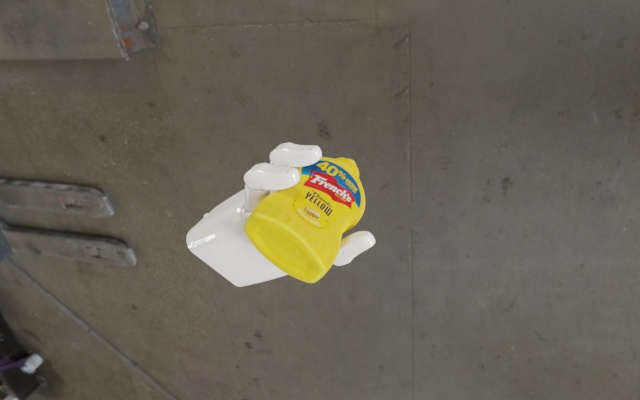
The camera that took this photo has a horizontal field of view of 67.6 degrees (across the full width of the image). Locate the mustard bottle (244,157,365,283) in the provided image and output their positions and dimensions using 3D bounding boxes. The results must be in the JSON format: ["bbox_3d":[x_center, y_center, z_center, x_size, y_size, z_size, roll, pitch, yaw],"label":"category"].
[{"bbox_3d":[0.000,0.002,0.542,0.096,0.058,0.191,37,39,1],"label":"mustard bottle"}]
